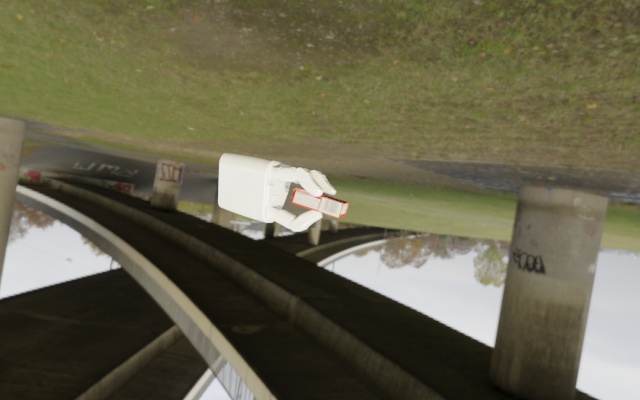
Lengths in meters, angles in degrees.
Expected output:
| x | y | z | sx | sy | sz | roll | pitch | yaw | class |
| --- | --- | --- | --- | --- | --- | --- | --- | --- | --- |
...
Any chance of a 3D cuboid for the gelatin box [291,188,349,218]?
| x | y | z | sx | sy | sz | roll | pitch | yaw | class |
| --- | --- | --- | --- | --- | --- | --- | --- | --- | --- |
| 0.000 | 0.003 | 0.835 | 0.089 | 0.030 | 0.073 | 18 | 4 | 10 | gelatin box |
